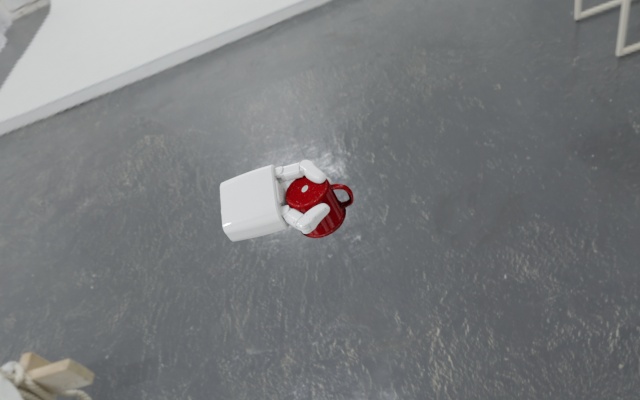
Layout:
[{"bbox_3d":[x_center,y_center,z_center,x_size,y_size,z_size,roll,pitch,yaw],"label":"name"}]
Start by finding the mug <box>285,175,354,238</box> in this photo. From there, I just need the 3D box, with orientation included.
[{"bbox_3d":[0.001,0.002,0.838,0.117,0.093,0.082,-15,-45,14],"label":"mug"}]
